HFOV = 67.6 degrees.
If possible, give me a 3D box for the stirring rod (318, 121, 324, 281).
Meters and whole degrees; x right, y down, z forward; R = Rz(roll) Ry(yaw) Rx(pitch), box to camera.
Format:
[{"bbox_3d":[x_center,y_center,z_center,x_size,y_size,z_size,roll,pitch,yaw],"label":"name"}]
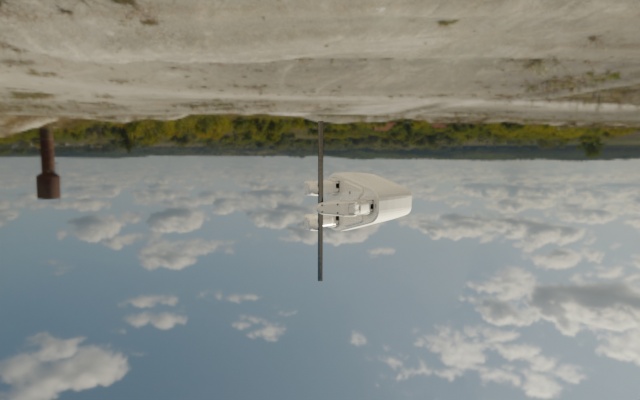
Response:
[{"bbox_3d":[0.000,0.002,0.716,0.011,0.239,0.011,0,5,0],"label":"stirring rod"}]
